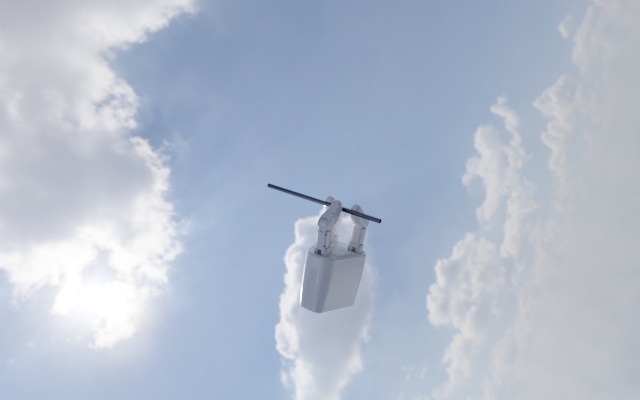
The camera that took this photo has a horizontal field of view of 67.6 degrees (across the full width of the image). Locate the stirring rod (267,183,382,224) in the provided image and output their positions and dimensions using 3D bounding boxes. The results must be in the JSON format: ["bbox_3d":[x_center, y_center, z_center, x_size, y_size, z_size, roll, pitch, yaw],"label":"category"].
[{"bbox_3d":[0.000,0.003,0.852,0.239,0.011,0.011,18,9,30],"label":"stirring rod"}]
